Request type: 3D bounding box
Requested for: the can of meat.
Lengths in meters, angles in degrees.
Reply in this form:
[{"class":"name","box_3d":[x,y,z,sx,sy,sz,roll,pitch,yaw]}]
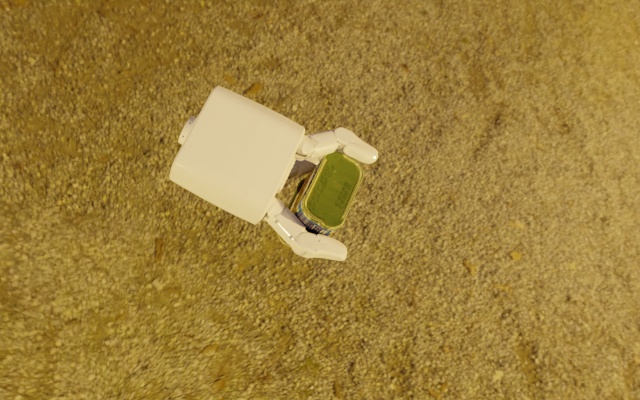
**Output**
[{"class":"can of meat","box_3d":[0.000,0.002,0.555,0.057,0.102,0.084,30,-31,-8]}]
